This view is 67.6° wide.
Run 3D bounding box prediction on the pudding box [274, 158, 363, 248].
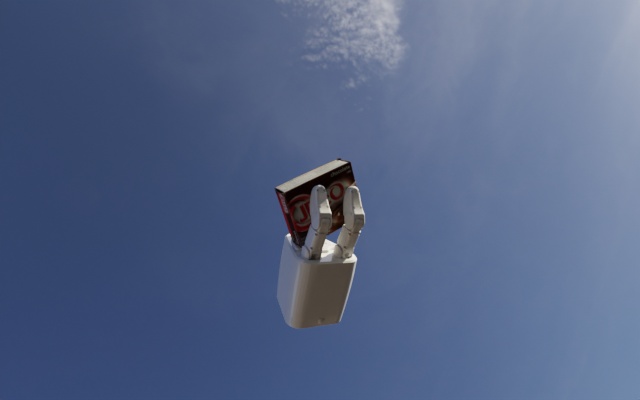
[{"bbox_3d":[0.000,0.002,0.682,0.113,0.090,0.039,-28,28,-22],"label":"pudding box"}]
